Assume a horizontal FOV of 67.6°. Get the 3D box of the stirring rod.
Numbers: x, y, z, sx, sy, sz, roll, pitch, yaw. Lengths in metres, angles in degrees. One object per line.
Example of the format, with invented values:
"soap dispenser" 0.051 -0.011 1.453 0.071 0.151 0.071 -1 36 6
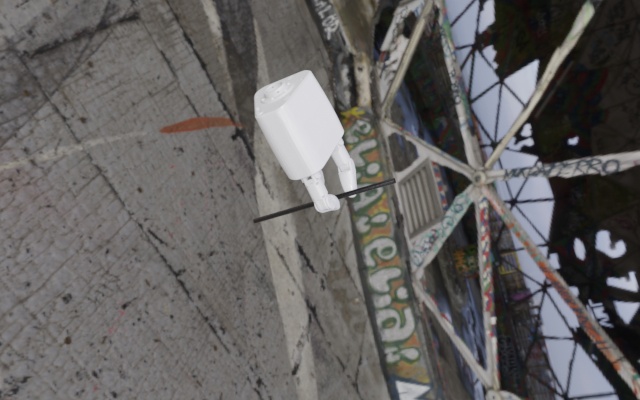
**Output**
"stirring rod" 0.000 0.002 0.733 0.239 0.011 0.011 -16 -6 22
